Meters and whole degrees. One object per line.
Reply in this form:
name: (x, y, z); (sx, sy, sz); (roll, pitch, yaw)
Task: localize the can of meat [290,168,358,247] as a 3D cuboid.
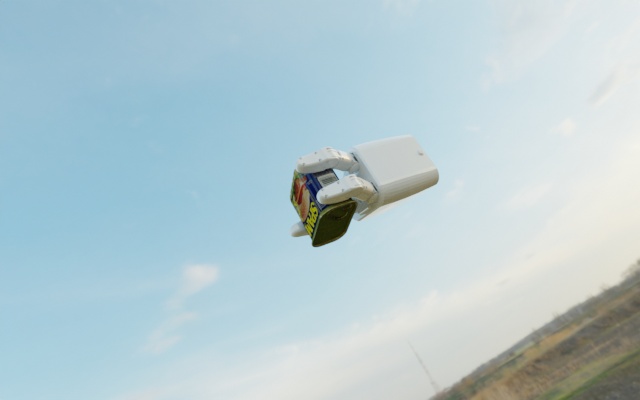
can of meat: (0.000, 0.002, 0.663); (0.057, 0.084, 0.102); (-19, -28, -22)
